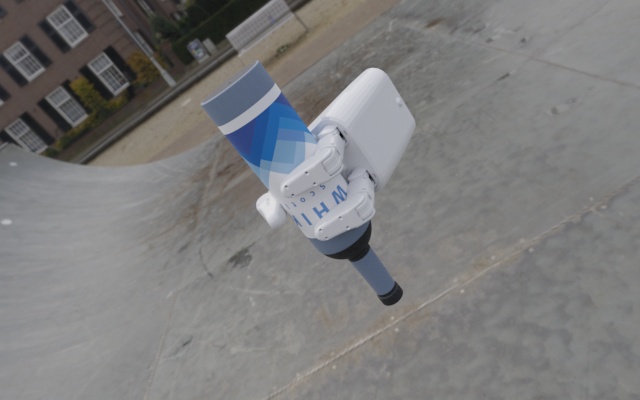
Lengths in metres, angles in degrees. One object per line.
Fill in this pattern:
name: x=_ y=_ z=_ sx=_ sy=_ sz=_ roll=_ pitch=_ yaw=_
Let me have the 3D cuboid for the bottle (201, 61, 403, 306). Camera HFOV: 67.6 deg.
bottle: x=0.000 y=0.001 z=0.487 sx=0.069 sy=0.296 sz=0.069 roll=-31 pitch=24 yaw=15
